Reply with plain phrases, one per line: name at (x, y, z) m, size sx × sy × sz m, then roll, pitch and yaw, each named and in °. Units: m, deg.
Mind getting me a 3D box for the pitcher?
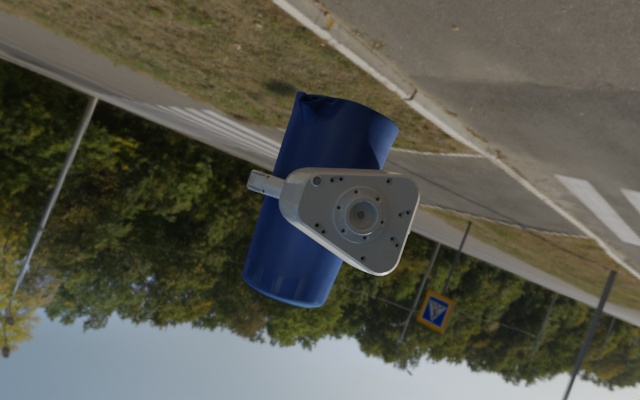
pitcher at (0.000, 0.002, 0.592) m, size 0.149 × 0.243 × 0.145 m, roll 20°, pitch -1°, yaw -11°
